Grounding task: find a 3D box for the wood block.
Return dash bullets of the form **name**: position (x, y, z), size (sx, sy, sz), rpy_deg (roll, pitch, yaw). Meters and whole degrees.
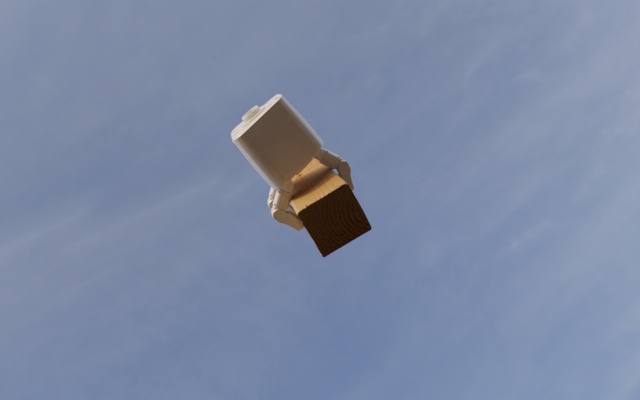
- **wood block**: position (0.000, 0.002, 0.814), size (0.091, 0.090, 0.206), rpy_deg (-31, 21, -2)
